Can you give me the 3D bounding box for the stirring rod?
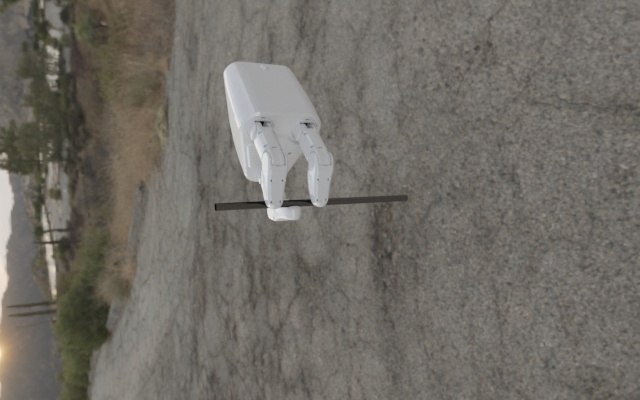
[{"bbox_3d":[0.000,0.002,0.540,0.239,0.011,0.011,-3,1,-28],"label":"stirring rod"}]
